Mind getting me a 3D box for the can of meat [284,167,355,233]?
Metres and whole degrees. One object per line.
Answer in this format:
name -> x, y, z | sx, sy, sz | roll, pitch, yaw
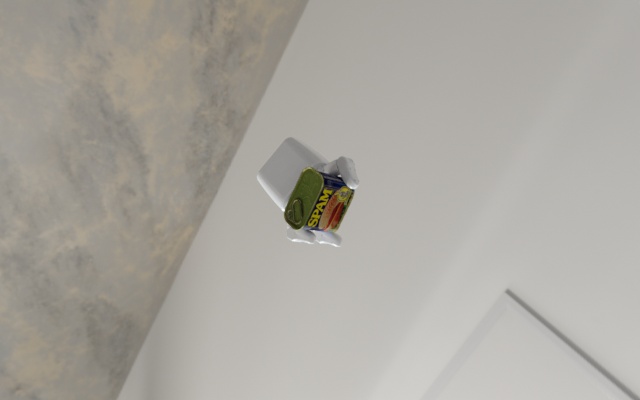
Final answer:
can of meat -> 0.000, 0.003, 0.792 | 0.084, 0.102, 0.057 | 11, 20, -44
